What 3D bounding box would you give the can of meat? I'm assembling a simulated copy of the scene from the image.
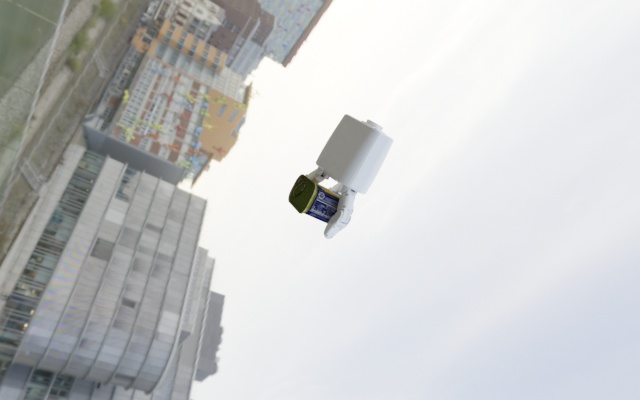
[{"bbox_3d":[0.000,0.003,0.841,0.084,0.057,0.102,25,7,-24],"label":"can of meat"}]
